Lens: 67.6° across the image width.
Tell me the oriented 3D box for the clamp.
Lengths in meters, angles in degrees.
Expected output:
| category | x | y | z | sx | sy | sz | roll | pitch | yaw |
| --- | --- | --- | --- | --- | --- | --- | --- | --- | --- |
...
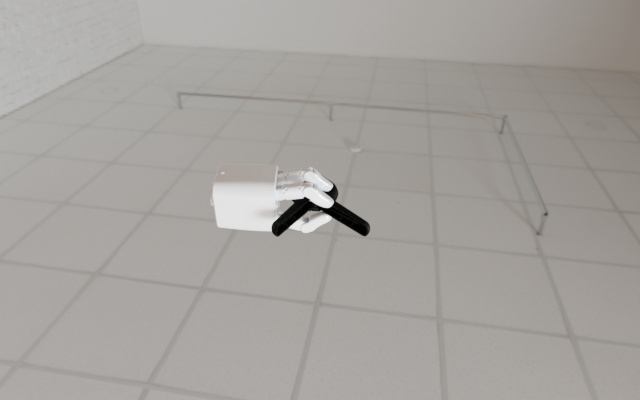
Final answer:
| category | x | y | z | sx | sy | sz | roll | pitch | yaw |
| --- | --- | --- | --- | --- | --- | --- | --- | --- | --- |
| clamp | 0.000 | 0.003 | 0.861 | 0.164 | 0.036 | 0.209 | 5 | 31 | -4 |
